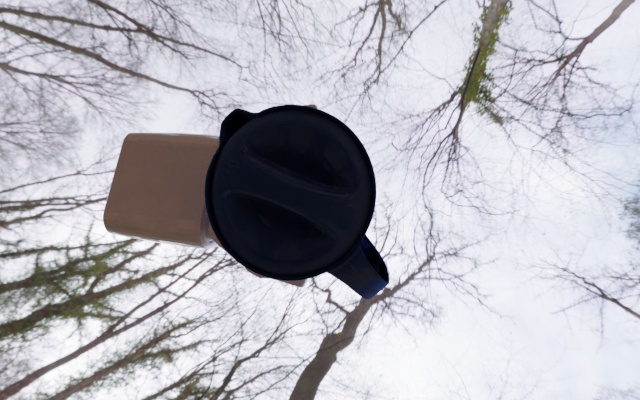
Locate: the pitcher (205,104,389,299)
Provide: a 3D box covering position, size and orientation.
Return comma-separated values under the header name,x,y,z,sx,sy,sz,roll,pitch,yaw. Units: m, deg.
name,x,y,z,sx,sy,sz,roll,pitch,yaw
pitcher,0.000,0.001,0.471,0.145,0.149,0.243,3,1,10
